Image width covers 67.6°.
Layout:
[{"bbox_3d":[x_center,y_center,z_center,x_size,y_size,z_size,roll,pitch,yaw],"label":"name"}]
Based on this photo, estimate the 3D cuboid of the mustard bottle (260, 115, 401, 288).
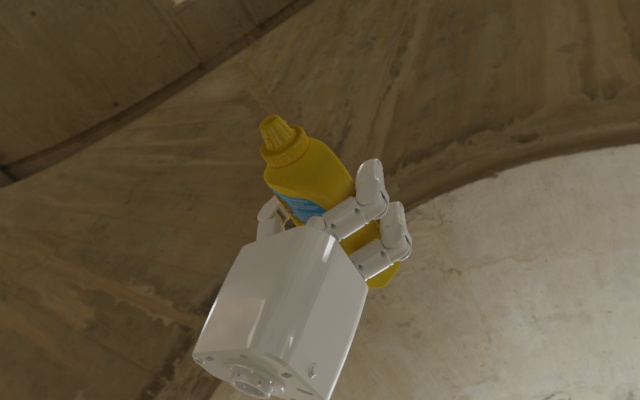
[{"bbox_3d":[0.000,0.001,0.439,0.096,0.058,0.192,20,-28,48],"label":"mustard bottle"}]
